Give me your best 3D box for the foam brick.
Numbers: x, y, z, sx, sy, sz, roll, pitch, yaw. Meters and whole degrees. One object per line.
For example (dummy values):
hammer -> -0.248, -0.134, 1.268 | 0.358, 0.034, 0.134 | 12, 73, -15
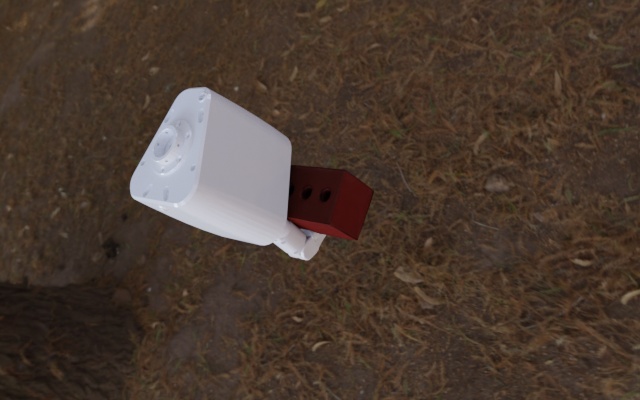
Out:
foam brick -> 0.000, 0.001, 0.455 | 0.078, 0.053, 0.051 | 7, -17, 38
